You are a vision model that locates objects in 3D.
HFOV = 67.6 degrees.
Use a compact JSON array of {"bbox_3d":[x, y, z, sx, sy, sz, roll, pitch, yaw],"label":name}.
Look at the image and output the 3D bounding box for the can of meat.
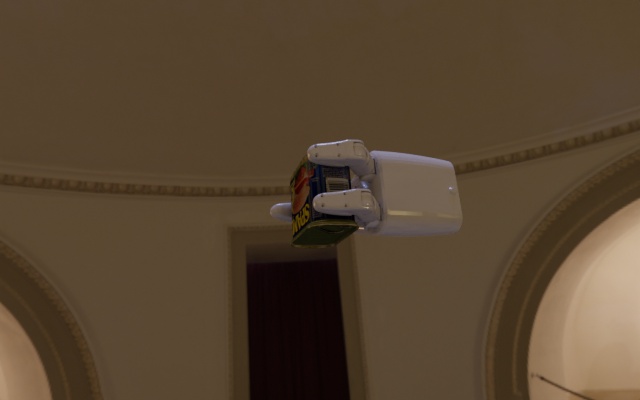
[{"bbox_3d":[0.000,0.001,0.541,0.057,0.084,0.102,2,-19,-18],"label":"can of meat"}]
